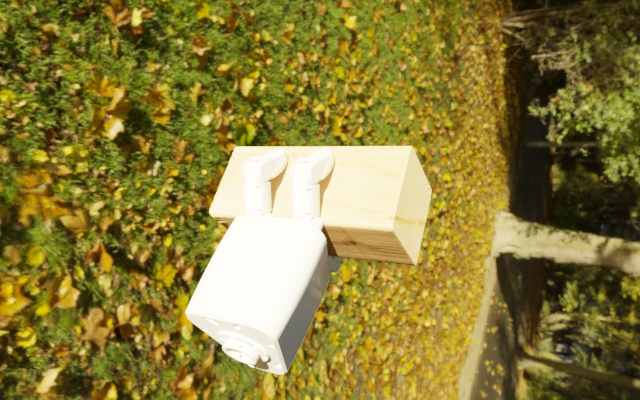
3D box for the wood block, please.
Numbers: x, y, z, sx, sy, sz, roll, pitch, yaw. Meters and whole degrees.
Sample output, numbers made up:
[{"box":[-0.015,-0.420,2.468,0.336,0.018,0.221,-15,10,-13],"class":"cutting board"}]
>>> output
[{"box":[0.000,0.002,0.508,0.206,0.090,0.091,4,-27,28],"class":"wood block"}]
